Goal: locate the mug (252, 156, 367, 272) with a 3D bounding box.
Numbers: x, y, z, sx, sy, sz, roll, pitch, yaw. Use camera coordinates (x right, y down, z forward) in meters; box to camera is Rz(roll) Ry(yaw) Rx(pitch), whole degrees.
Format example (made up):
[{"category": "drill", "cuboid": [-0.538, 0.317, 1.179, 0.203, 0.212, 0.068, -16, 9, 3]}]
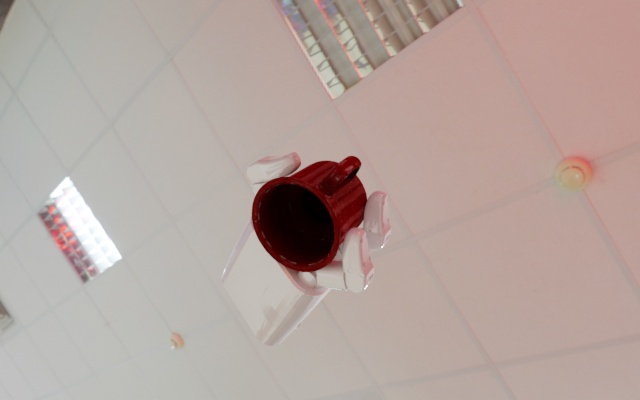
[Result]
[{"category": "mug", "cuboid": [0.001, 0.000, 0.456, 0.093, 0.117, 0.081, 41, 35, 9]}]
